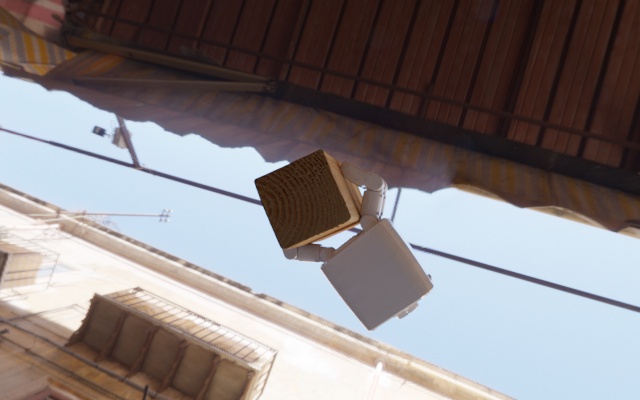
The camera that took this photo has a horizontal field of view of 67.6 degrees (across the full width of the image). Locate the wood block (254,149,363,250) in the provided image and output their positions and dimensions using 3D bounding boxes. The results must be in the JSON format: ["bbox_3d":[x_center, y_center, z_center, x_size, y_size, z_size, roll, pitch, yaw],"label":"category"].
[{"bbox_3d":[0.000,0.003,0.633,0.091,0.090,0.206,-24,-7,10],"label":"wood block"}]
